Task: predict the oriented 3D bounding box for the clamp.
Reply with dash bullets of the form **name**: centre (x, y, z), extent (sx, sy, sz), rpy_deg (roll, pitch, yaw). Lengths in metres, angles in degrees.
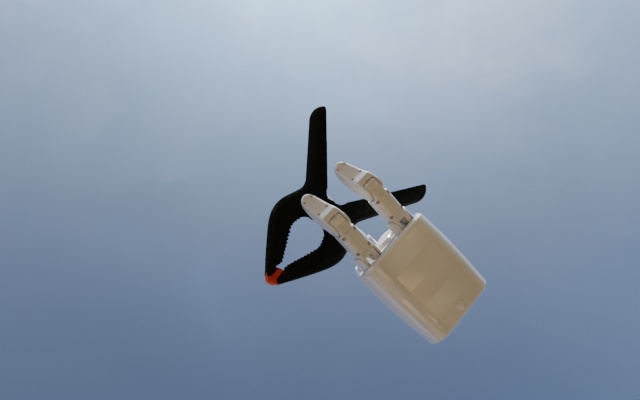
- **clamp**: centre (0.000, 0.003, 0.540), extent (0.210, 0.164, 0.036), rpy_deg (-45, -3, -18)
